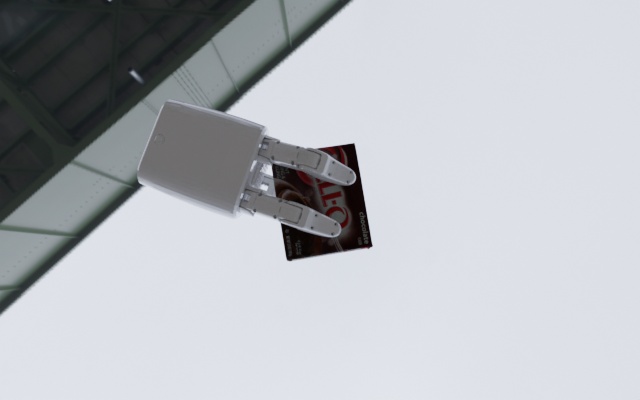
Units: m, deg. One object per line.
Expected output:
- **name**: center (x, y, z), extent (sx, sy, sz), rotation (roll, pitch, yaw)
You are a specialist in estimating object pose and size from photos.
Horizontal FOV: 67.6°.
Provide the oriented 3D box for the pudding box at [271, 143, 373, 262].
- **pudding box**: center (0.000, 0.002, 0.501), extent (0.090, 0.113, 0.039), rotation (-9, -5, -4)
